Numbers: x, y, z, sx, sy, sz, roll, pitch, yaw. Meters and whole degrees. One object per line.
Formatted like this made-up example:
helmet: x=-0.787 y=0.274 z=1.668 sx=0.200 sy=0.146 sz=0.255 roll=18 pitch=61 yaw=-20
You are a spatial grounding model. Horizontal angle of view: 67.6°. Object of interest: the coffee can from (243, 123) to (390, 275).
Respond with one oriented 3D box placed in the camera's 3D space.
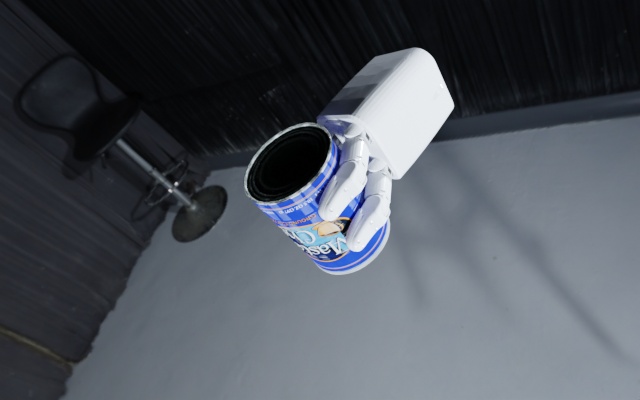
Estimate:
coffee can: x=0.000 y=0.002 z=0.514 sx=0.103 sy=0.102 sz=0.140 roll=0 pitch=-35 yaw=37
